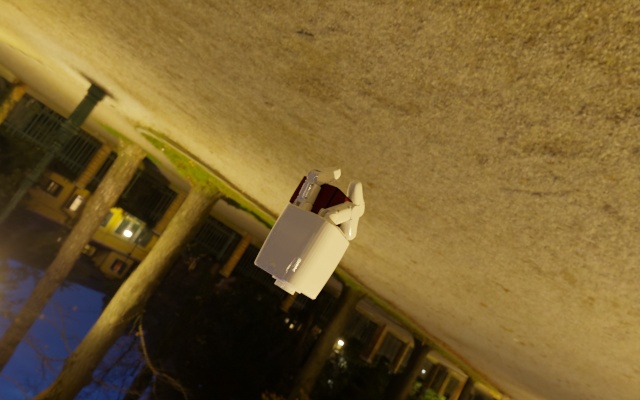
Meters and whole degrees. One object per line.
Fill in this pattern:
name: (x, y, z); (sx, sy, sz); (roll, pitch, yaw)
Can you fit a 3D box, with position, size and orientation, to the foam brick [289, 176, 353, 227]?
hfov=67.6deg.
foam brick: (0.000, 0.002, 0.758); (0.078, 0.051, 0.053); (22, -14, 42)
